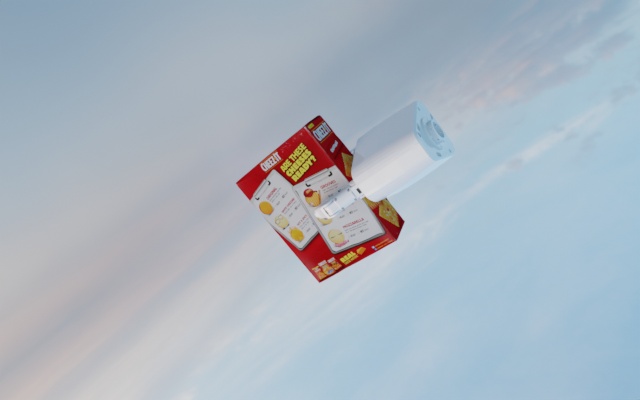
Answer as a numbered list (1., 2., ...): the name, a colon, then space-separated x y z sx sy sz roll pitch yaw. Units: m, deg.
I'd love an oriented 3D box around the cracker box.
1. cracker box: 0.000 0.003 0.744 0.164 0.214 0.072 -34 9 32
